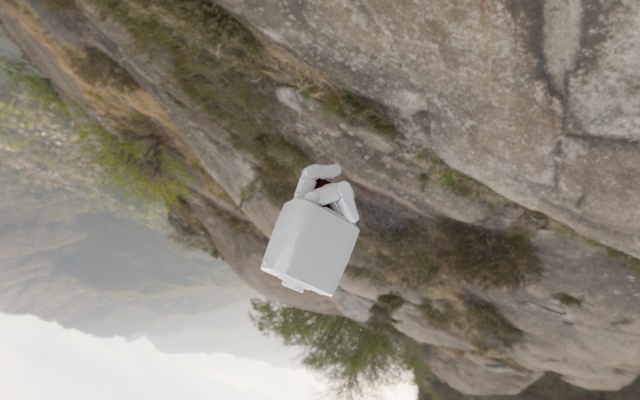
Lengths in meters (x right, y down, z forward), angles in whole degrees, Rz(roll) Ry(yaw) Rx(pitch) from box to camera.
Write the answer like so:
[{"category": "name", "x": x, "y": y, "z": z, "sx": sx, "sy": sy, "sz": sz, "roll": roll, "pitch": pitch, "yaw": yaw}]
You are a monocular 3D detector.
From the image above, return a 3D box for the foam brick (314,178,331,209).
[{"category": "foam brick", "x": 0.000, "y": 0.002, "z": 0.751, "sx": 0.053, "sy": 0.051, "sz": 0.078, "roll": 25, "pitch": -13, "yaw": -13}]
